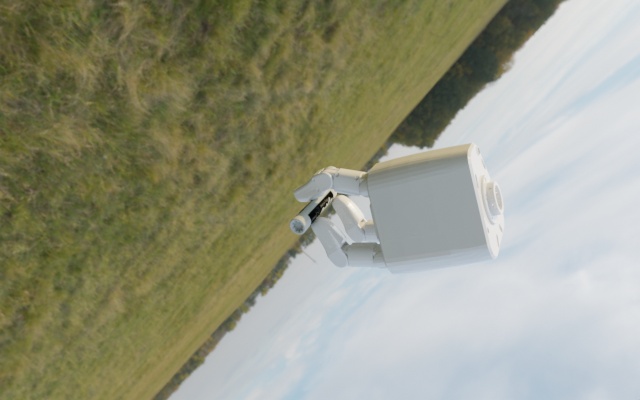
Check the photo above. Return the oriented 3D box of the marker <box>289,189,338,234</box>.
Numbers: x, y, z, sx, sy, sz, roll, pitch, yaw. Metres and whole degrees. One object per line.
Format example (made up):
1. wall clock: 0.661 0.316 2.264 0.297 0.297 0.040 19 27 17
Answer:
1. marker: 0.000 0.002 0.547 0.020 0.020 0.121 0 25 27
